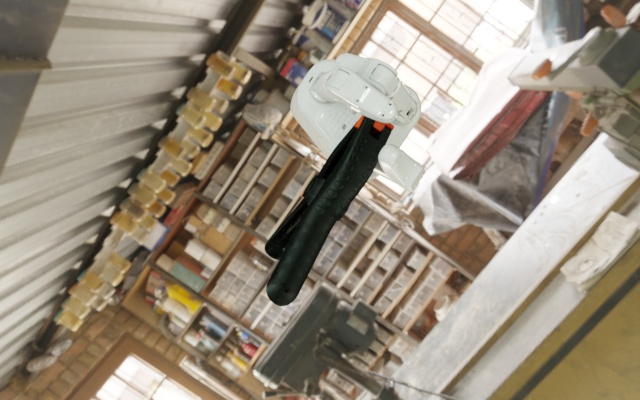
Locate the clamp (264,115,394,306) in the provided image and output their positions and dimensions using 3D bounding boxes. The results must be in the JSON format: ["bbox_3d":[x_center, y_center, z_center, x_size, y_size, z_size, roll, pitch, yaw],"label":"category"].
[{"bbox_3d":[0.000,0.001,0.414,0.039,0.171,0.120,35,-3,-19],"label":"clamp"}]
